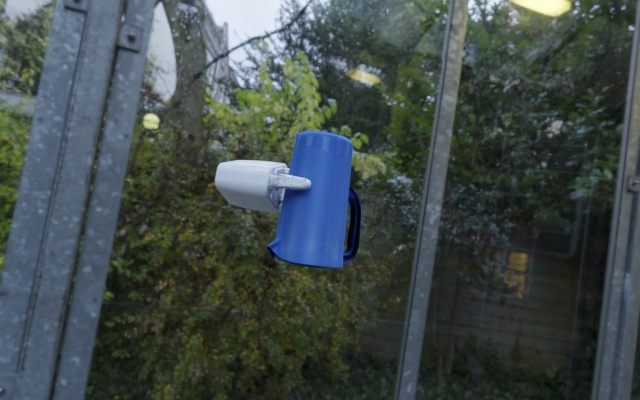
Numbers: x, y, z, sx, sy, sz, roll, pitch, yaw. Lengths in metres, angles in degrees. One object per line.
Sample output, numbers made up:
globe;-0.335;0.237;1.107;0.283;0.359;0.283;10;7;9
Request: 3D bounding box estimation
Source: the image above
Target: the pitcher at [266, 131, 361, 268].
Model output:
pitcher;0.000;0.003;0.886;0.145;0.243;0.149;7;-5;15
